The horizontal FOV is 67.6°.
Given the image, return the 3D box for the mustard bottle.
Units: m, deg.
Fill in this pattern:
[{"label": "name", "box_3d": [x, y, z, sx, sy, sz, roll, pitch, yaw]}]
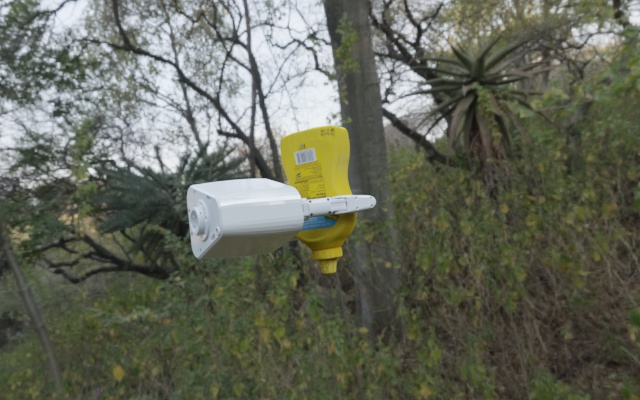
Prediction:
[{"label": "mustard bottle", "box_3d": [0.000, 0.002, 0.640, 0.096, 0.191, 0.058, -9, -4, 31]}]
